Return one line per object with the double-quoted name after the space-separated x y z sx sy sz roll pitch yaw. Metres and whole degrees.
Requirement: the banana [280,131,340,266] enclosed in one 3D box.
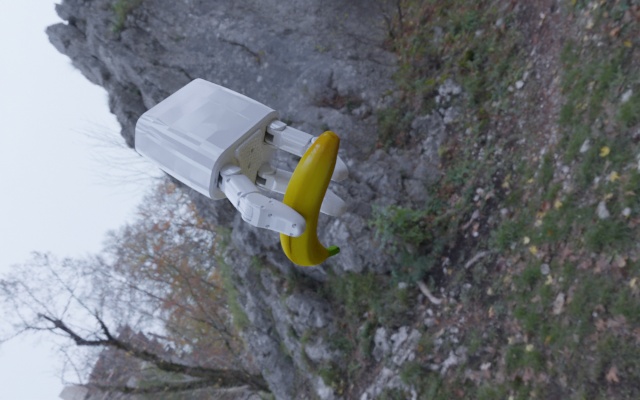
-0.012 0.015 0.475 0.037 0.069 0.198 33 -29 22 "banana"
